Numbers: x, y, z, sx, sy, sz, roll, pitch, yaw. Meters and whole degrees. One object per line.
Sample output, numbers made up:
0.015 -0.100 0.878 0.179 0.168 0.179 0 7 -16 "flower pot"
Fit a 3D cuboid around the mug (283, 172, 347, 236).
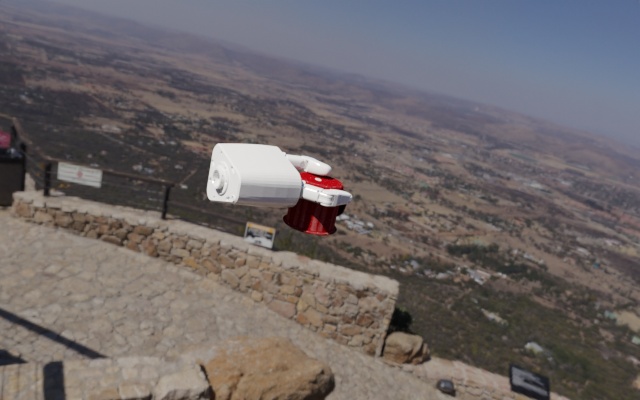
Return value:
0.001 0.002 0.800 0.117 0.081 0.093 0 21 -39 "mug"
